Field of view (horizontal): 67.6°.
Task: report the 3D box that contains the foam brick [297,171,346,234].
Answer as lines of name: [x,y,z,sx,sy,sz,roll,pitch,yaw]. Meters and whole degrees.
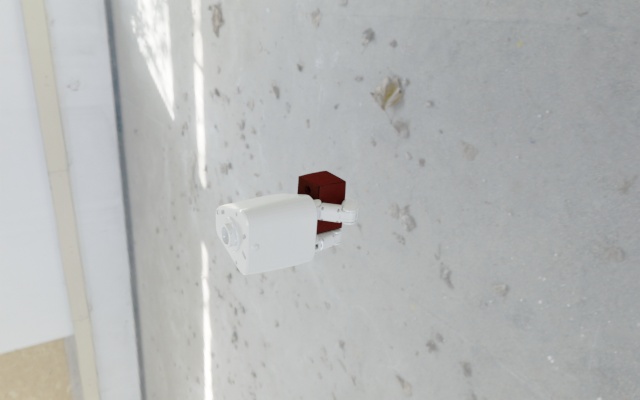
foam brick: [0.000,0.002,0.706,0.051,0.078,0.053,-10,25,-34]
